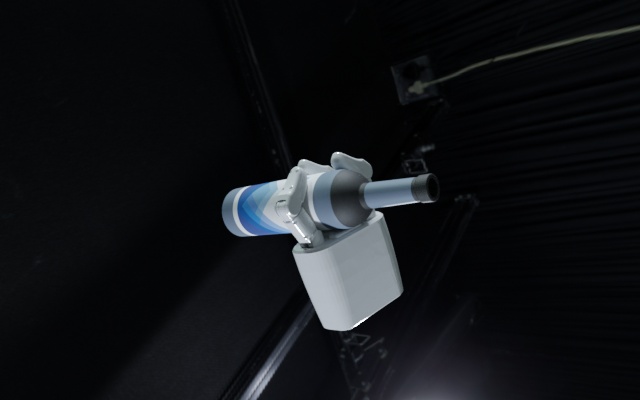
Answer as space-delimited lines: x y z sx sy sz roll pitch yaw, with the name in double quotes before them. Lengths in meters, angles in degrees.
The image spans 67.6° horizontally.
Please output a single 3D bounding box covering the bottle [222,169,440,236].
"bottle" 0.000 0.002 0.557 0.296 0.069 0.069 -8 -5 42
